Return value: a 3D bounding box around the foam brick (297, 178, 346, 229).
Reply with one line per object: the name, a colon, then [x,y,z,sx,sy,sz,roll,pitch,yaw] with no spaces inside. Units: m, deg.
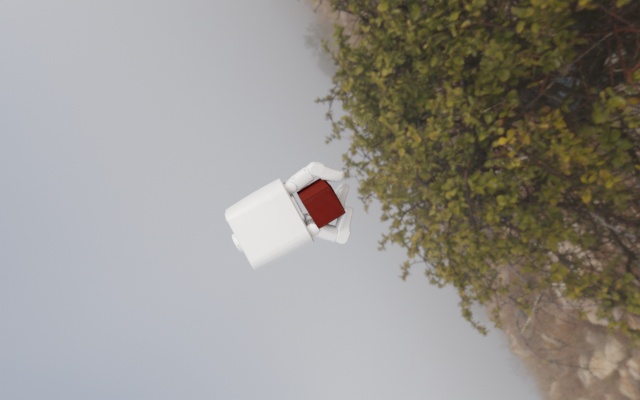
foam brick: [0.000,0.002,0.757,0.051,0.053,0.078,-31,15,-1]
